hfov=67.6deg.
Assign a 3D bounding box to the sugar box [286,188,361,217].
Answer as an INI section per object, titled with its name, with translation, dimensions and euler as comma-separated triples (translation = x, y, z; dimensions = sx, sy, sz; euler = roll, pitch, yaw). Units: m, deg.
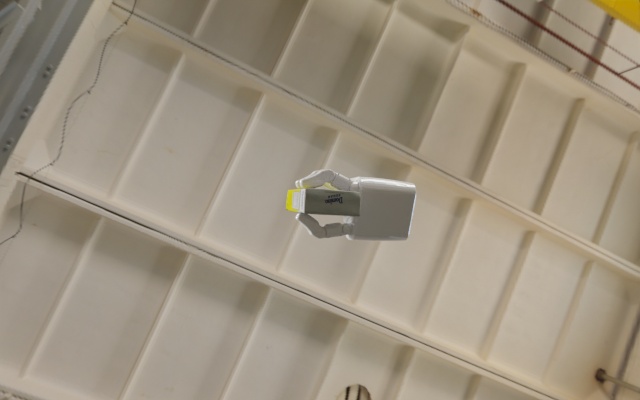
[sugar box]
translation = 0.000, 0.002, 0.823
dimensions = 0.093, 0.048, 0.176
euler = 4, -3, -14
